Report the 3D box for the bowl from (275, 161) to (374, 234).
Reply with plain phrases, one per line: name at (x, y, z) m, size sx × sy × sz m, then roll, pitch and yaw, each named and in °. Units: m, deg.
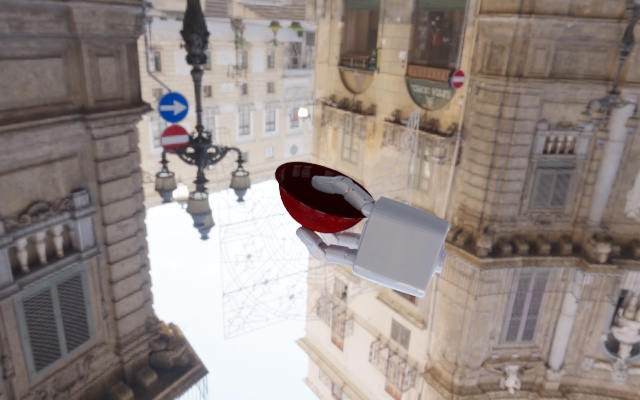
bowl at (-0.001, 0.002, 0.730) m, size 0.162 × 0.055 × 0.162 m, roll 18°, pitch 26°, yaw -9°
